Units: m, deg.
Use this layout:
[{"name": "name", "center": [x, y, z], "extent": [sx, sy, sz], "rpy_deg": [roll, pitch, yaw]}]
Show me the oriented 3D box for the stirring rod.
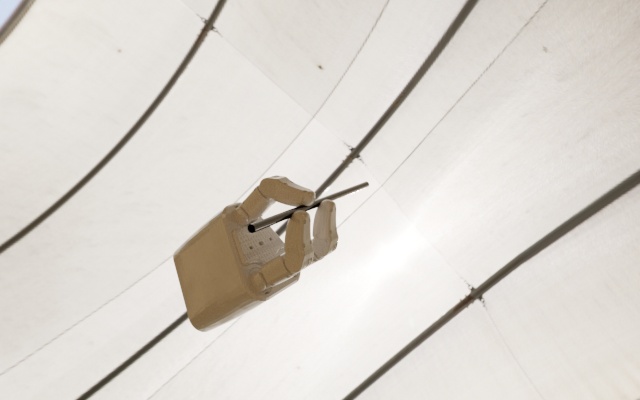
[{"name": "stirring rod", "center": [0.000, 0.002, 0.504], "extent": [0.011, 0.011, 0.239], "rpy_deg": [0, 11, 30]}]
